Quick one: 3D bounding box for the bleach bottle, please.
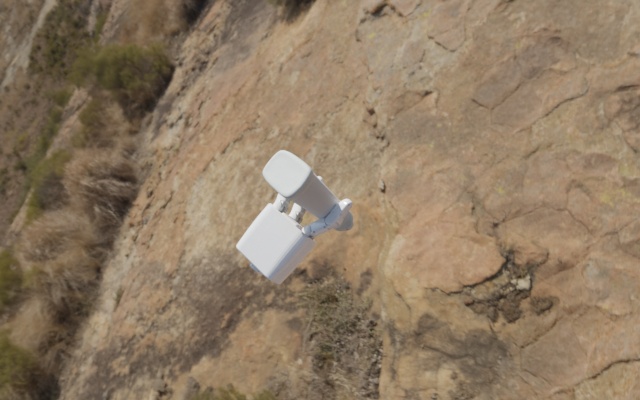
[{"bbox_3d":[0.000,0.003,0.892,0.102,0.068,0.251,40,0,40],"label":"bleach bottle"}]
